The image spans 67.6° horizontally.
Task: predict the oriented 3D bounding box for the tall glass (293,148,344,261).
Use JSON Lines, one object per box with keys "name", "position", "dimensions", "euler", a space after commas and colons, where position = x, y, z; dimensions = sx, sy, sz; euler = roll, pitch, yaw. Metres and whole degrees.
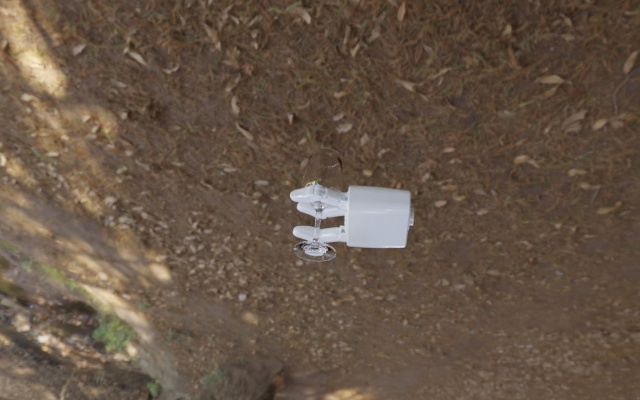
{"name": "tall glass", "position": [0.000, 0.003, 0.858], "dimensions": [0.079, 0.201, 0.079], "euler": [5, -31, 3]}
